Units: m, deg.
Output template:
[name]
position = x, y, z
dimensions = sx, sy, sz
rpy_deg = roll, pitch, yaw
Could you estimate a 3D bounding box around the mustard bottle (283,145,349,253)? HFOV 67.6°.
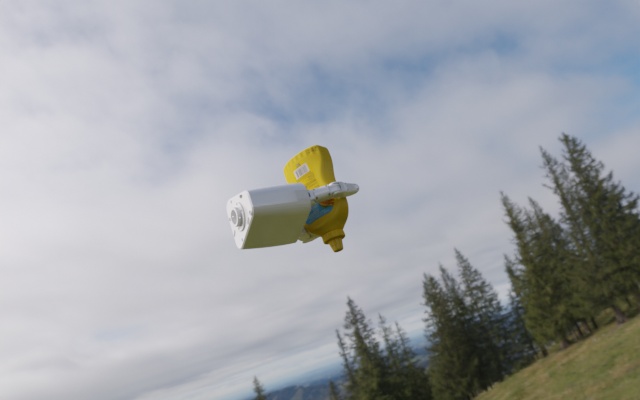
[mustard bottle]
position = 0.000, 0.003, 0.859
dimensions = 0.096, 0.191, 0.058
rpy_deg = -32, -24, 29
